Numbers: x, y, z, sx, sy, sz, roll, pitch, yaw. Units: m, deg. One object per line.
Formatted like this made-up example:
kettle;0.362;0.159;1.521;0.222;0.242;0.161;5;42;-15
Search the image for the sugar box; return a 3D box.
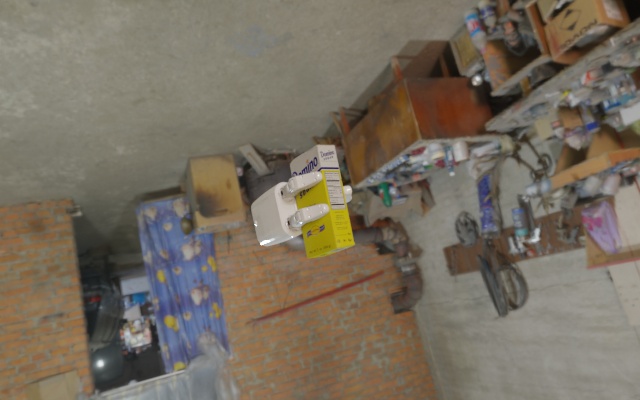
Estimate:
sugar box;0.000;0.003;0.812;0.048;0.176;0.093;-6;-13;-37
